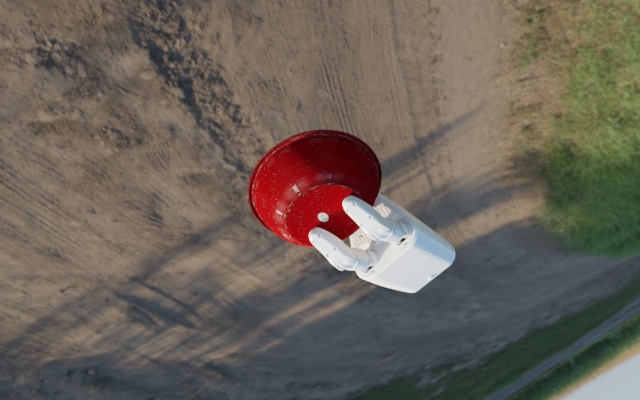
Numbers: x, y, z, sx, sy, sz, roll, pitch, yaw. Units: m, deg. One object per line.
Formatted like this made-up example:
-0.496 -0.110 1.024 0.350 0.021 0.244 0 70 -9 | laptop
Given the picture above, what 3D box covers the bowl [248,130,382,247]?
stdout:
-0.001 0.002 0.545 0.162 0.162 0.055 0 38 -15 | bowl
